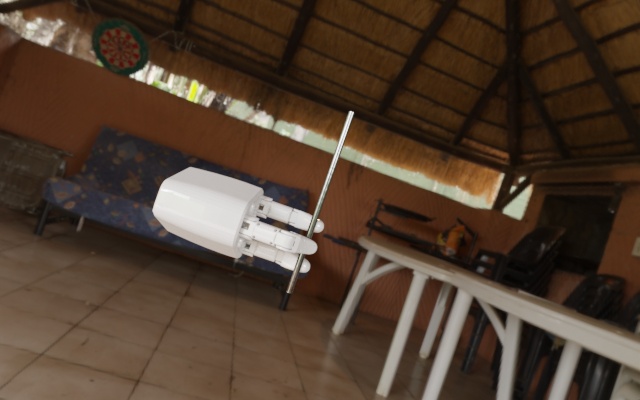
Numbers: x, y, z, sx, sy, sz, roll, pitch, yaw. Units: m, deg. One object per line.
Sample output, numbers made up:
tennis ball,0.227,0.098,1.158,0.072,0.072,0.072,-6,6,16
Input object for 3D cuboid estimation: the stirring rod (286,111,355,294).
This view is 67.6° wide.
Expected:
stirring rod,0.000,0.002,0.602,0.011,0.239,0.011,19,-1,0
